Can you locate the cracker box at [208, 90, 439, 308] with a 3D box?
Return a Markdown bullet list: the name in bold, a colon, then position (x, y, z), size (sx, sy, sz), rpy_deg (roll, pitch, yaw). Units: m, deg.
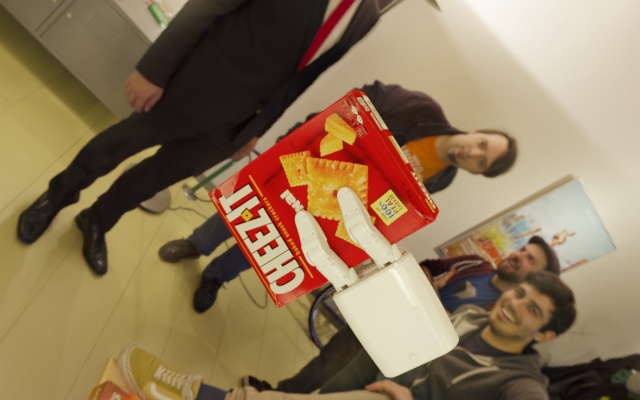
- **cracker box**: position (0.000, 0.002, 0.549), size (0.214, 0.164, 0.072), rpy_deg (-32, -2, 20)
